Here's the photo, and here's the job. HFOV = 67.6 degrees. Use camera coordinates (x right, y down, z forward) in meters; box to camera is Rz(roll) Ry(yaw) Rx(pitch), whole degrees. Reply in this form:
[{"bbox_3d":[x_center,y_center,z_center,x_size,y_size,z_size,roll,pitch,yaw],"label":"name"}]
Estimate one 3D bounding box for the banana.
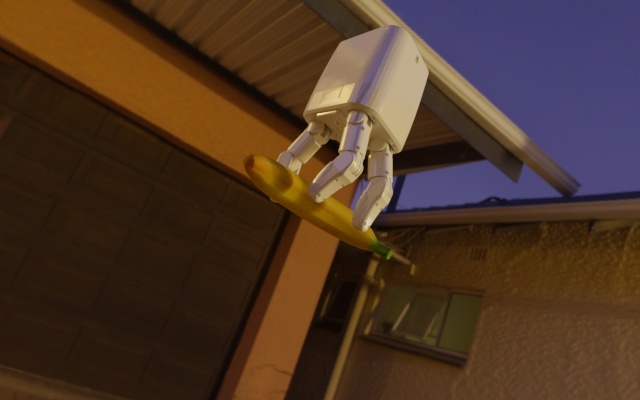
[{"bbox_3d":[-0.006,0.003,0.515,0.198,0.037,0.069,32,-14,-25],"label":"banana"}]
